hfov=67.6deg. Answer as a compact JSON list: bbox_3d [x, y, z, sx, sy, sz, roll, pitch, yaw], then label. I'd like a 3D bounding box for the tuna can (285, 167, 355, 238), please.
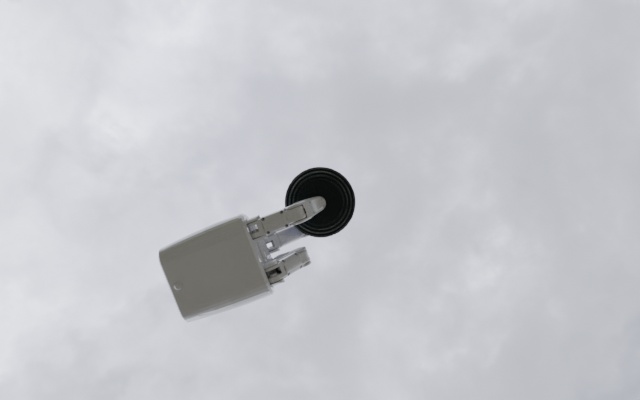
[{"bbox_3d":[0.000,0.002,0.594,0.086,0.086,0.034,0,1,2],"label":"tuna can"}]
